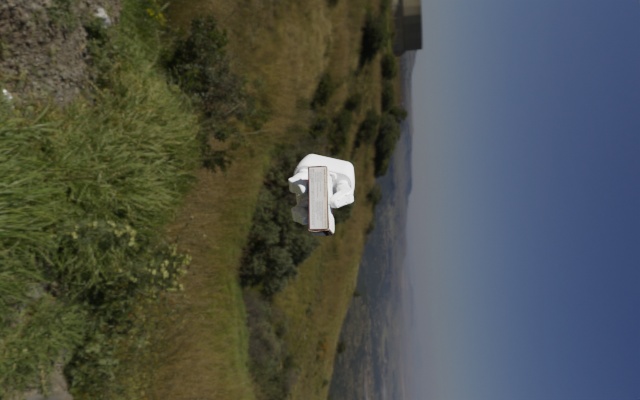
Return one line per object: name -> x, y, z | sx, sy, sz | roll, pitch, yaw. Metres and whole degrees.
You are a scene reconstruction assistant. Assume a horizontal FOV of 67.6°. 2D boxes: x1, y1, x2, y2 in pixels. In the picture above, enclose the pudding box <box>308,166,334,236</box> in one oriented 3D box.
pudding box -> 0.000, 0.003, 0.837 | 0.039, 0.113, 0.090 | -4, -10, 6
